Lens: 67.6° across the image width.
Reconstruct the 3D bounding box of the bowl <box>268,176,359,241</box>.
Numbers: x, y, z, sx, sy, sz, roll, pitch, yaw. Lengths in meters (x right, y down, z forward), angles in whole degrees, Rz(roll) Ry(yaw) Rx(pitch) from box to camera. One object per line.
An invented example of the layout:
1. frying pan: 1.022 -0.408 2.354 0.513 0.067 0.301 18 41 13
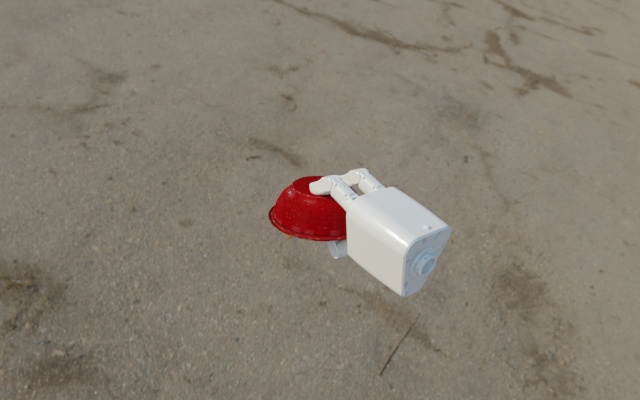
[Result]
1. bowl: -0.001 0.002 0.744 0.162 0.055 0.162 3 23 -1
